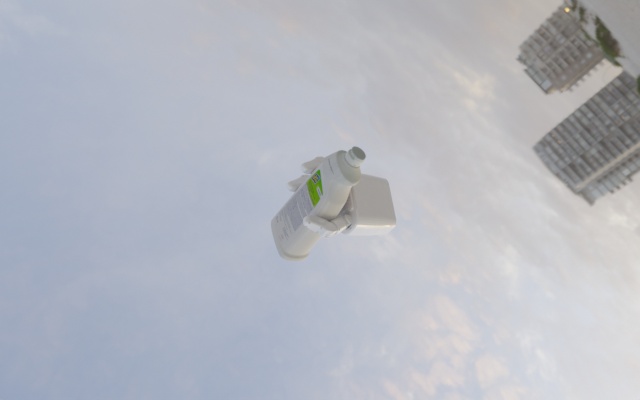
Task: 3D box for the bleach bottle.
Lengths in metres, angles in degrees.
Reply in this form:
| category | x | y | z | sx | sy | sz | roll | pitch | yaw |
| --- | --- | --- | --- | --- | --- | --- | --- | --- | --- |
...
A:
| category | x | y | z | sx | sy | sz | roll | pitch | yaw |
| --- | --- | --- | --- | --- | --- | --- | --- | --- | --- |
| bleach bottle | 0.000 | 0.003 | 0.849 | 0.068 | 0.102 | 0.251 | 4 | -38 | -37 |
